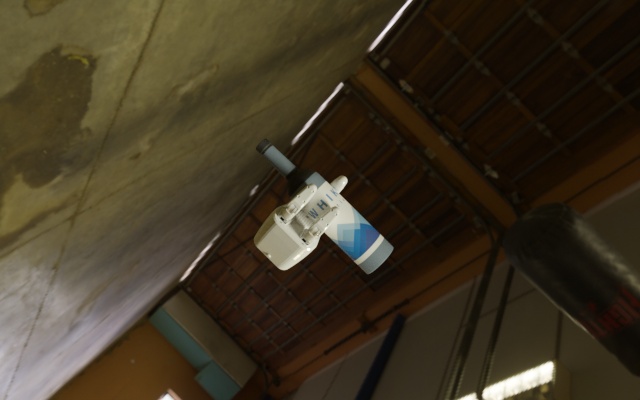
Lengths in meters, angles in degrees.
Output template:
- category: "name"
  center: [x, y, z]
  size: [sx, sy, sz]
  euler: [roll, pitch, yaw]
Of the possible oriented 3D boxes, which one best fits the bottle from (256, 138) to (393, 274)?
- category: "bottle"
  center: [0.000, 0.003, 0.841]
  size: [0.296, 0.069, 0.069]
  euler: [44, 0, 0]
